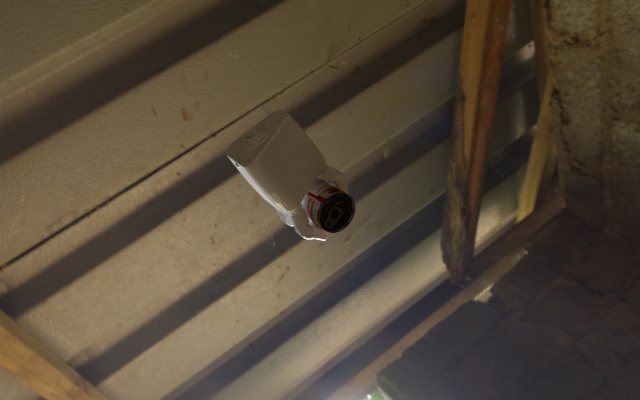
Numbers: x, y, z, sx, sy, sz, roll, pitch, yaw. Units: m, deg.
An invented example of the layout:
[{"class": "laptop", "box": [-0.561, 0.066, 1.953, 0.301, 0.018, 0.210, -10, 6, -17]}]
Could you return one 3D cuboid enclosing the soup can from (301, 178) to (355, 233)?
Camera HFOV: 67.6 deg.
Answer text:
[{"class": "soup can", "box": [0.000, 0.003, 0.780, 0.068, 0.068, 0.102, 0, 20, -34]}]
